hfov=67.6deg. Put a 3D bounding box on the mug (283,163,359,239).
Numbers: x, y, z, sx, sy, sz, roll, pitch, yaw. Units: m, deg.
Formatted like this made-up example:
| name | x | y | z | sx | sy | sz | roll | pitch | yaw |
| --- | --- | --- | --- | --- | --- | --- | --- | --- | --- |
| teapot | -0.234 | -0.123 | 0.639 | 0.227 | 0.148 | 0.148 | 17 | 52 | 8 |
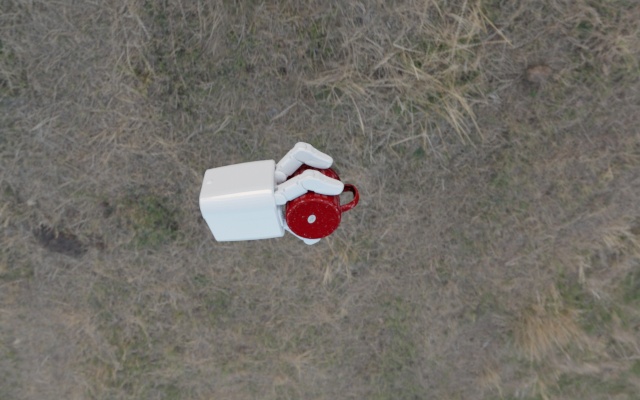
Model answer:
| name | x | y | z | sx | sy | sz | roll | pitch | yaw |
| --- | --- | --- | --- | --- | --- | --- | --- | --- | --- |
| mug | 0.002 | 0.002 | 0.715 | 0.117 | 0.093 | 0.081 | -7 | 39 | 2 |
